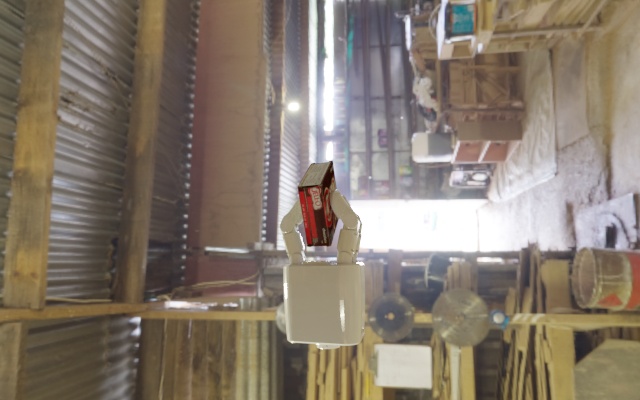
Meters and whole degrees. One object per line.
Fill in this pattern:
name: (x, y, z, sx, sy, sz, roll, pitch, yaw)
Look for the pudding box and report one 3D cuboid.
pudding box: (0.000, 0.002, 0.679, 0.039, 0.090, 0.113, -4, 21, 9)
